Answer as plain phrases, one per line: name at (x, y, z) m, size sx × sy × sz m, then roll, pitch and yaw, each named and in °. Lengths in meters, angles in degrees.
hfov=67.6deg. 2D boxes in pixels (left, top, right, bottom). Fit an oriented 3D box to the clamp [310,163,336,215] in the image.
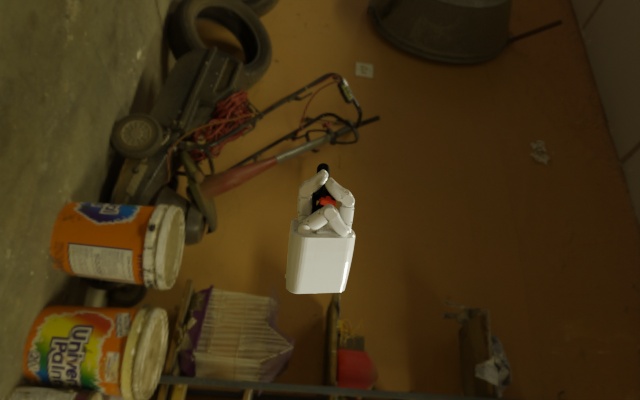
clamp at (0.001, 0.003, 0.883) m, size 0.039 × 0.120 × 0.171 m, roll 7°, pitch 15°, yaw -4°
